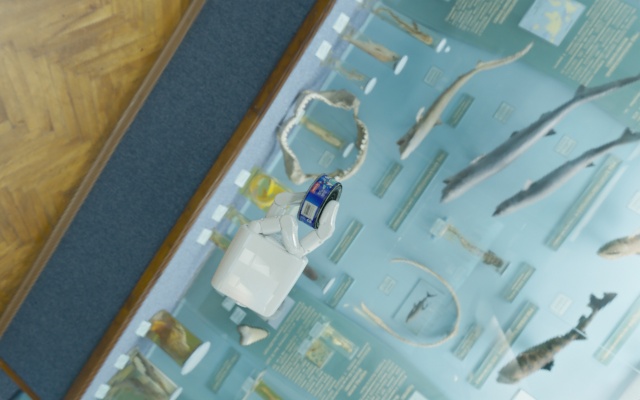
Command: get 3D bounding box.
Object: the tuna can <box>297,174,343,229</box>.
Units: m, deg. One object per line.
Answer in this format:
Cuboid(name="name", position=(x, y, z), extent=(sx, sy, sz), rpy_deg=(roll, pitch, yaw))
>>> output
Cuboid(name="tuna can", position=(0.001, 0.003, 0.759), extent=(0.033, 0.086, 0.086), rpy_deg=(29, 8, 14))
